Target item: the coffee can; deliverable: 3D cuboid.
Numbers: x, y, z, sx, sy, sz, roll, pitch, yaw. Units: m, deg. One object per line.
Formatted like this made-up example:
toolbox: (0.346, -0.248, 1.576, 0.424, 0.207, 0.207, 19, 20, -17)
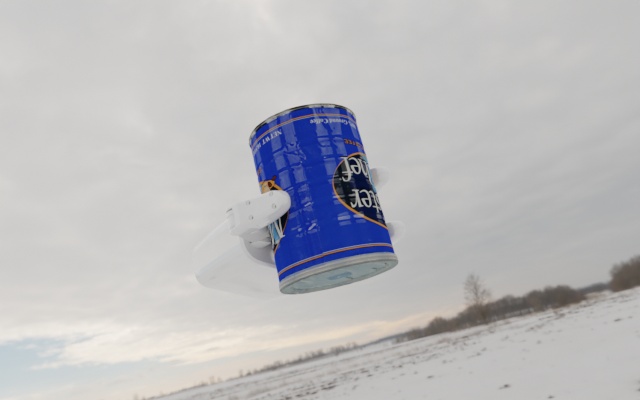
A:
coffee can: (0.000, 0.001, 0.422, 0.103, 0.140, 0.103, -13, -18, -4)
